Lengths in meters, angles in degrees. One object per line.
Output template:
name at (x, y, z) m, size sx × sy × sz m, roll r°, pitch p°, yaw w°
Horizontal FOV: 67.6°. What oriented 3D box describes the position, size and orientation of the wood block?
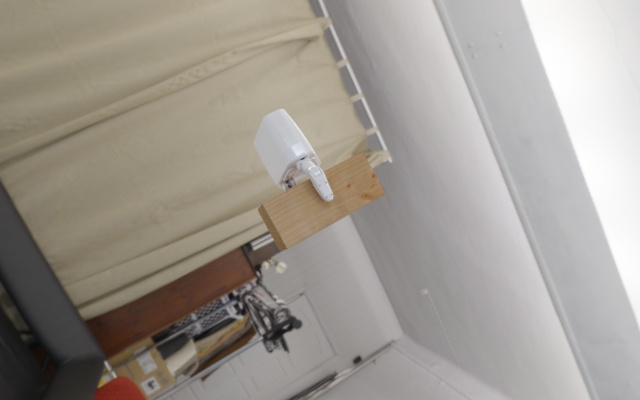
wood block at (0.000, 0.002, 0.872) m, size 0.206 × 0.090 × 0.091 m, roll -29°, pitch -1°, yaw -15°
